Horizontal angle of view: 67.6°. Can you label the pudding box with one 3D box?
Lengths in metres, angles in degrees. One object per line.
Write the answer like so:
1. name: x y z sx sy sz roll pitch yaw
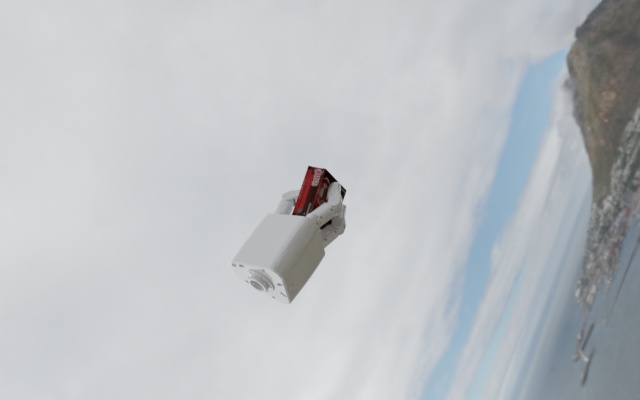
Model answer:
1. pudding box: 0.000 0.003 0.811 0.039 0.090 0.113 15 -11 23
